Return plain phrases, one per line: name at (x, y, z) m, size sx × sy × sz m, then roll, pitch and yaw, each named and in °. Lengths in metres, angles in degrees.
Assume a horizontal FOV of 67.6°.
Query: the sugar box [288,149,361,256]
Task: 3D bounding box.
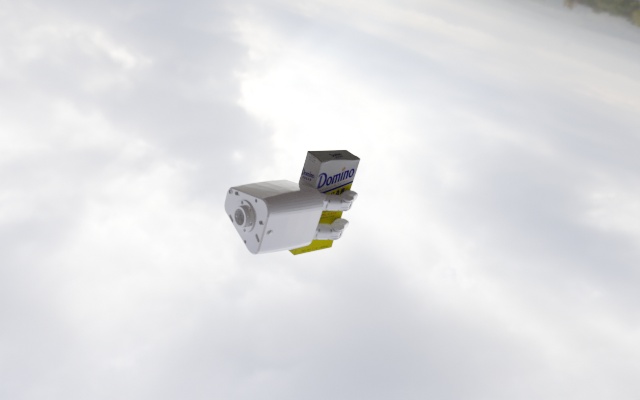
sugar box at (0.000, 0.003, 0.799) m, size 0.093 × 0.176 × 0.048 m, roll -8°, pitch 36°, yaw -43°
